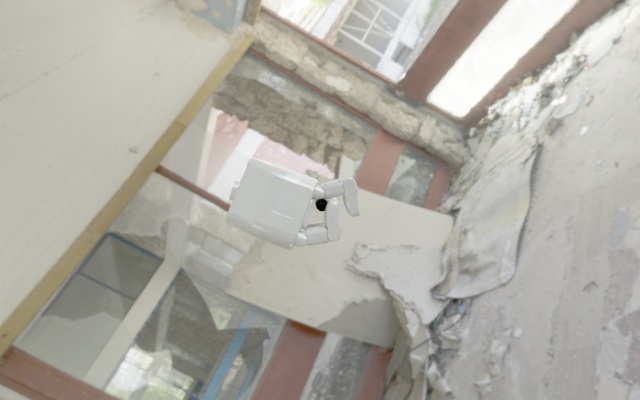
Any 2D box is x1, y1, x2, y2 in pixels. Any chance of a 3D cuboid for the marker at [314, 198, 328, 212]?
[{"bbox_3d":[0.000,0.002,0.751,0.020,0.020,0.121,0,5,-2],"label":"marker"}]
